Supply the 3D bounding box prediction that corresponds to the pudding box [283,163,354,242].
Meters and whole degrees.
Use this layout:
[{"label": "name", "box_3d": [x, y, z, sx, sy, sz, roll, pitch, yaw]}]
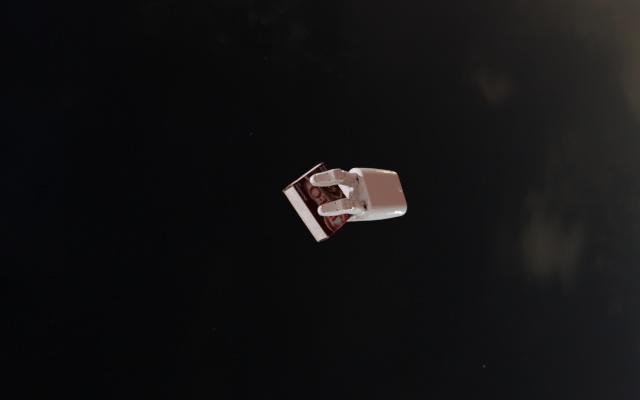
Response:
[{"label": "pudding box", "box_3d": [0.000, 0.003, 0.847, 0.090, 0.113, 0.039, -39, 5, -42]}]
